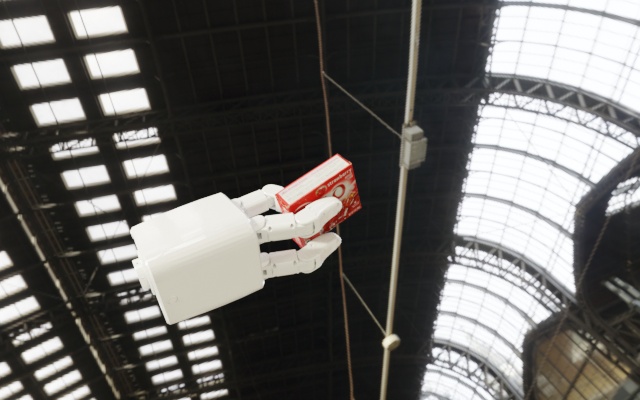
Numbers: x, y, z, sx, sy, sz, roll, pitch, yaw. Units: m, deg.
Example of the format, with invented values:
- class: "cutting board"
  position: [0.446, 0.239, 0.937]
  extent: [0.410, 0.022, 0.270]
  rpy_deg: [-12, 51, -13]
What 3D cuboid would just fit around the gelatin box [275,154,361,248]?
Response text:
- class: "gelatin box"
  position: [0.000, 0.001, 0.538]
  extent: [0.089, 0.073, 0.030]
  rpy_deg: [-35, 48, -16]
